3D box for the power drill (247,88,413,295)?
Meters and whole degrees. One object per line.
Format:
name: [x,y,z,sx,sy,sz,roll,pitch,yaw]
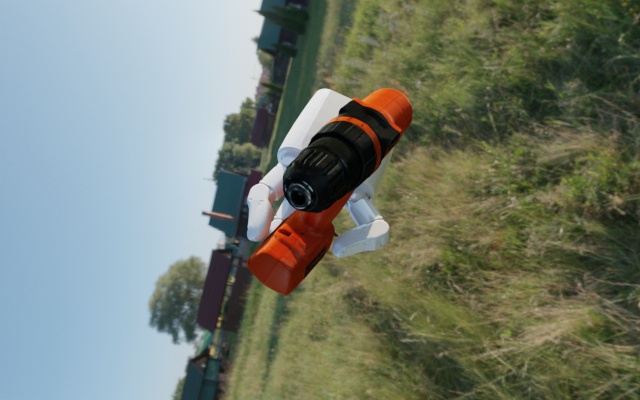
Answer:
power drill: [0.000,0.002,0.416,0.057,0.188,0.184,39,40,7]
